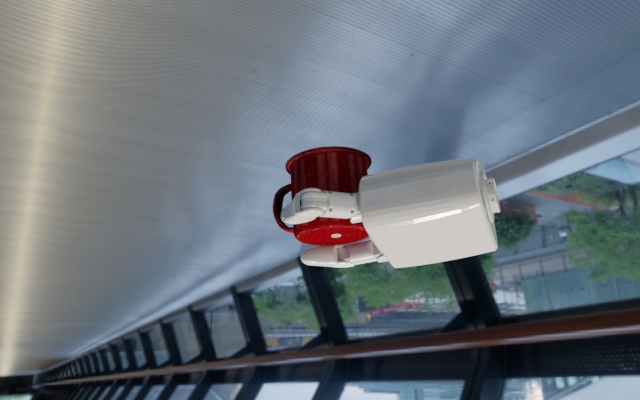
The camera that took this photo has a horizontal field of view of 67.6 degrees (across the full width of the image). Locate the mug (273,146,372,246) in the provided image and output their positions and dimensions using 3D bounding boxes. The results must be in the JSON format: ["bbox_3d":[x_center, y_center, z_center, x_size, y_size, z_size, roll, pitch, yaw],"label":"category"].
[{"bbox_3d":[-0.001,0.002,0.506,0.117,0.081,0.093,-12,-20,24],"label":"mug"}]
